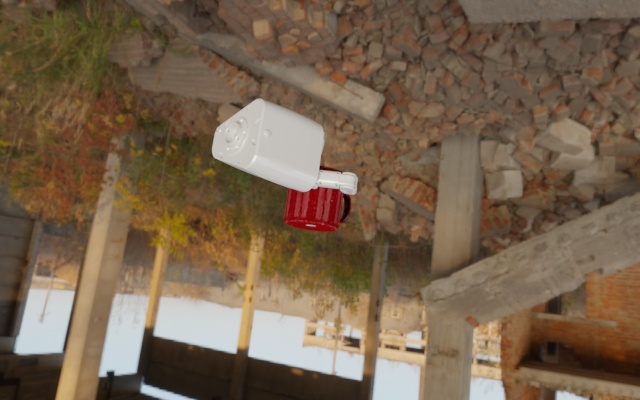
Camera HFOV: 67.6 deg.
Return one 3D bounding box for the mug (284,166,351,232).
[{"bbox_3d":[0.001,0.003,0.713,0.117,0.081,0.093,18,-16,-41],"label":"mug"}]
